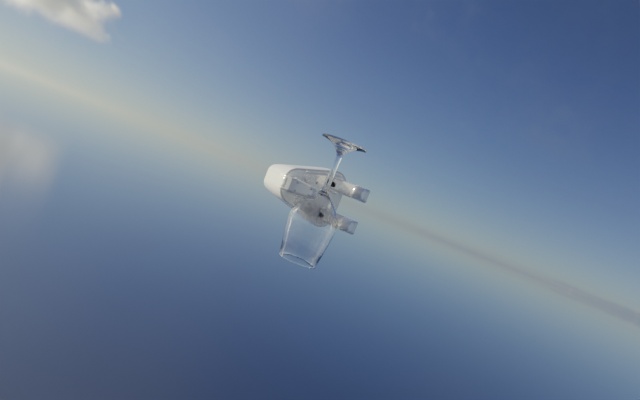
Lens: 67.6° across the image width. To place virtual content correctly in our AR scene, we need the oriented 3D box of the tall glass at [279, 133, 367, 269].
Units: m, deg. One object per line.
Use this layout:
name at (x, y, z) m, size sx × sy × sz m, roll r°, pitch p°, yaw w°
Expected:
tall glass at (0.000, 0.002, 0.745) m, size 0.079 × 0.201 × 0.079 m, roll 22°, pitch 1°, yaw 0°
